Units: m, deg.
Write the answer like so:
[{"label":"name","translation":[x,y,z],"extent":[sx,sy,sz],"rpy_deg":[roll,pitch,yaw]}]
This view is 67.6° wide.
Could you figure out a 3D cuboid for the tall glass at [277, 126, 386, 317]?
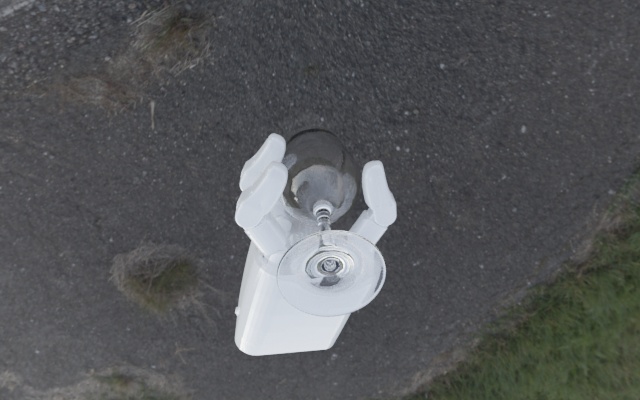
[{"label":"tall glass","translation":[0.000,0.002,0.407],"extent":[0.079,0.079,0.201],"rpy_deg":[0,31,-5]}]
